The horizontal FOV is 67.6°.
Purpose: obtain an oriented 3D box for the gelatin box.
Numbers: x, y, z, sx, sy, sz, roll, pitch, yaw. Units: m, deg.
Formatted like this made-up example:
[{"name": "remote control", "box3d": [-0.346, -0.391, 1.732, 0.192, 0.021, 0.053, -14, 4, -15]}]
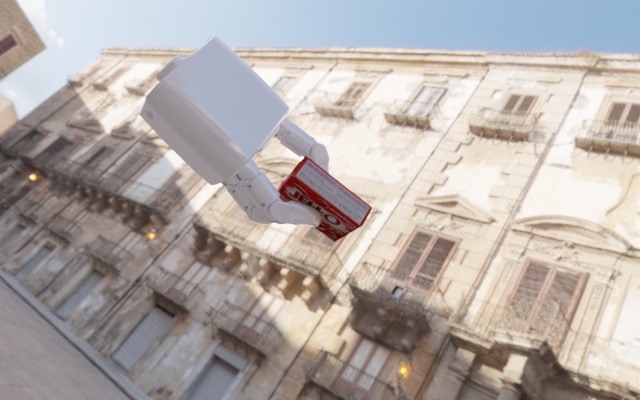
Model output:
[{"name": "gelatin box", "box3d": [0.001, 0.002, 0.506, 0.089, 0.030, 0.073, 37, -26, -6]}]
